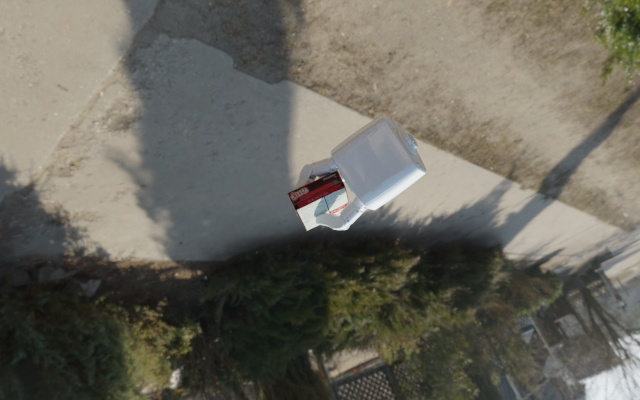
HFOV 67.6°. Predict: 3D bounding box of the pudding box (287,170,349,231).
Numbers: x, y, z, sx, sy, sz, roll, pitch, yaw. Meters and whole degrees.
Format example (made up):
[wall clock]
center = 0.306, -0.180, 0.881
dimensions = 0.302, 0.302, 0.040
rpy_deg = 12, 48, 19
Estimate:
[pudding box]
center = 0.000, 0.003, 0.804
dimensions = 0.090, 0.039, 0.113
rpy_deg = -24, -24, -2
